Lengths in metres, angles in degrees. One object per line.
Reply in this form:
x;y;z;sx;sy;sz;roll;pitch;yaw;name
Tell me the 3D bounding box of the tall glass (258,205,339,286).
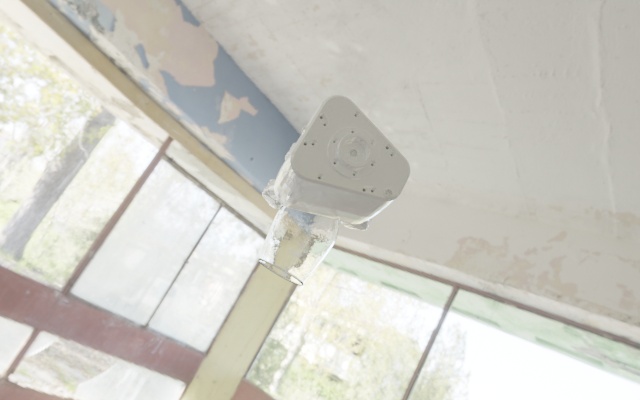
0.000;0.001;0.586;0.079;0.201;0.079;27;-16;9;tall glass
